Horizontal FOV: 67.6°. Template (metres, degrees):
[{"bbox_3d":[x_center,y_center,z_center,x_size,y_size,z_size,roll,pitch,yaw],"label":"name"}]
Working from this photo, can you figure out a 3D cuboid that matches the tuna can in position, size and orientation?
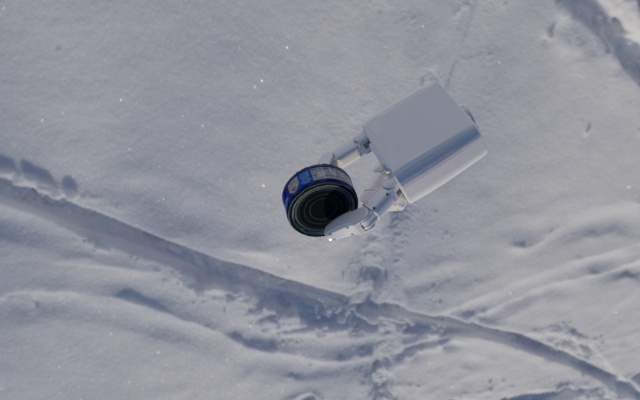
[{"bbox_3d":[0.000,0.002,0.554,0.086,0.086,0.033,0,39,-16],"label":"tuna can"}]
